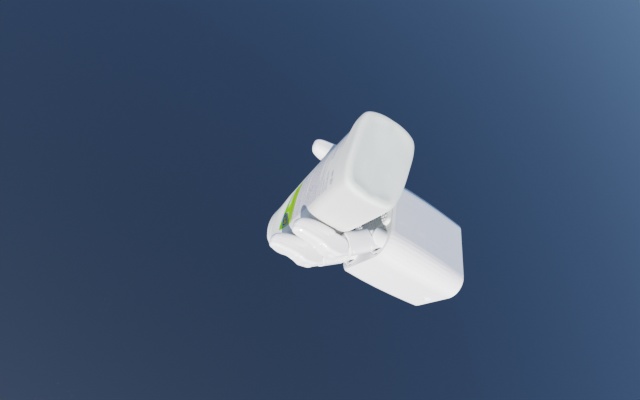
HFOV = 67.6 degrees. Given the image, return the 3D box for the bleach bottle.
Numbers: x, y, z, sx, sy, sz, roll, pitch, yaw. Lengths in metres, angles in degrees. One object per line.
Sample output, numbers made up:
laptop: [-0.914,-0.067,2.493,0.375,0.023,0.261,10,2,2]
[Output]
bleach bottle: [0.000,0.002,0.547,0.068,0.102,0.251,30,-30,-16]
